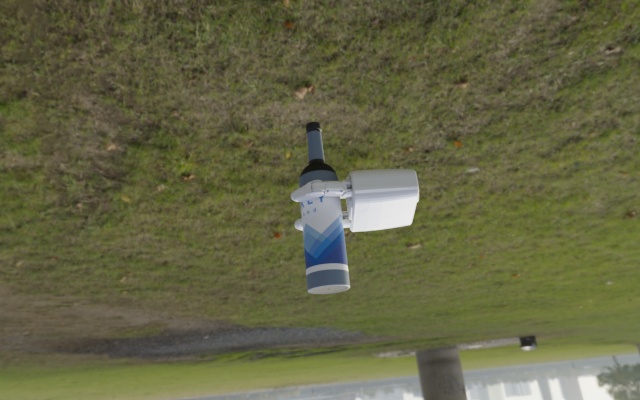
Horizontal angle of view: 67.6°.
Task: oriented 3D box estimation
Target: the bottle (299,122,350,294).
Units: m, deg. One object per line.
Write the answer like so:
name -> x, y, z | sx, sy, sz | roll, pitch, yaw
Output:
bottle -> 0.000, 0.003, 0.796 | 0.069, 0.295, 0.069 | -5, -21, -2
